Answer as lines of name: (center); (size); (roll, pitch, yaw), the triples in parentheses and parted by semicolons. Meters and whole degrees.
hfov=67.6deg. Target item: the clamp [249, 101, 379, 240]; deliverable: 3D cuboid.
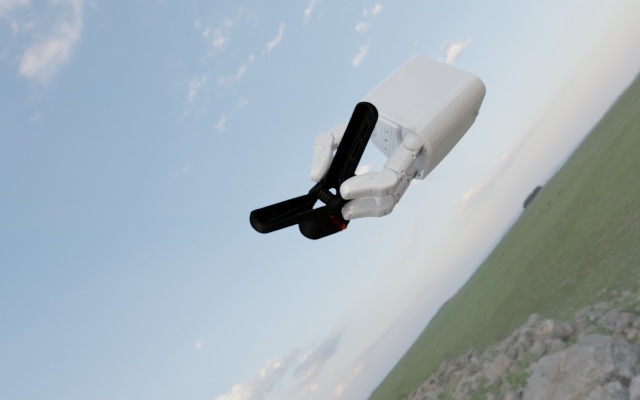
clamp: (0.000, 0.001, 0.528); (0.036, 0.164, 0.210); (42, -15, 19)
